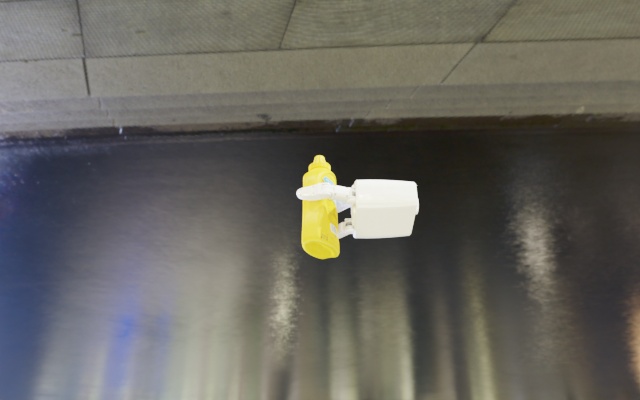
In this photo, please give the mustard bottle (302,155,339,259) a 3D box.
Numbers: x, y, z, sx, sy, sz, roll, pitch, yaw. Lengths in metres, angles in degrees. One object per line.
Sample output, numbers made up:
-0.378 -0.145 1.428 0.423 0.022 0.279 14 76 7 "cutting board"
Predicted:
0.000 0.003 0.872 0.058 0.191 0.096 -12 -28 21 "mustard bottle"
